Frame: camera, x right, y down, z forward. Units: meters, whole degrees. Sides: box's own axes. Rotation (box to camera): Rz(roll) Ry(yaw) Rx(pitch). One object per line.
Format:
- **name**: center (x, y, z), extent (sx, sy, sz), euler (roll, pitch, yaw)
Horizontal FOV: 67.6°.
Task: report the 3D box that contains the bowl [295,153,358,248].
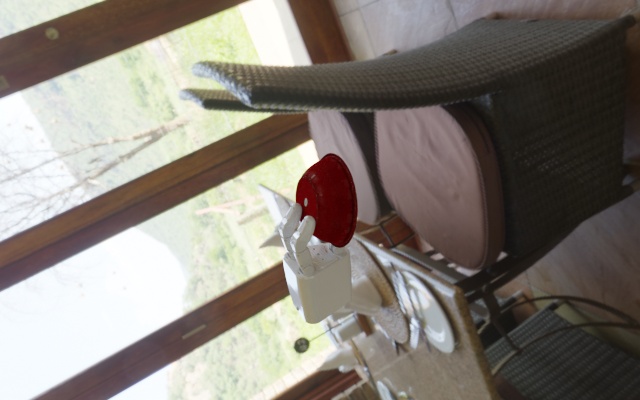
- **bowl**: center (0.000, 0.001, 0.800), extent (0.055, 0.162, 0.162), euler (-6, 2, -25)
